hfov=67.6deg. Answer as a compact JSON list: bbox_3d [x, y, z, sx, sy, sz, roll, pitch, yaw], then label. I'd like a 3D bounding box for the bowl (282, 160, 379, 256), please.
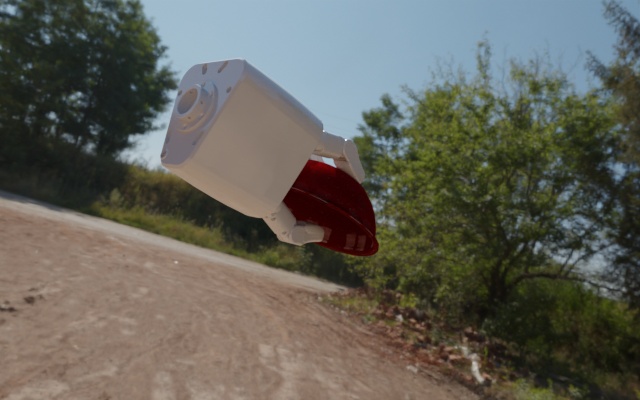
[{"bbox_3d":[0.001,0.002,0.539,0.162,0.055,0.162,23,-20,9],"label":"bowl"}]
